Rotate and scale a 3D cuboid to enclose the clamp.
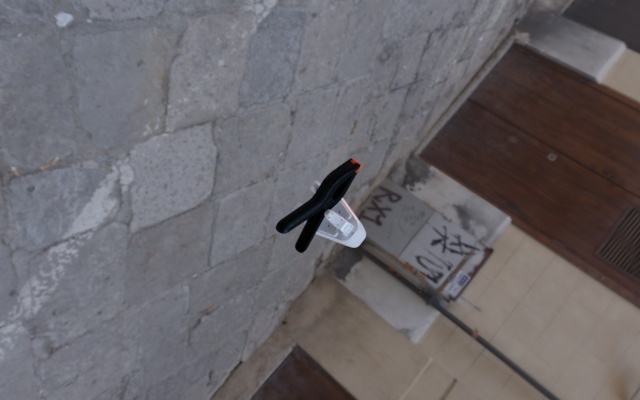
[{"bbox_3d":[0.001,0.003,0.893,0.036,0.210,0.164,37,-2,19],"label":"clamp"}]
